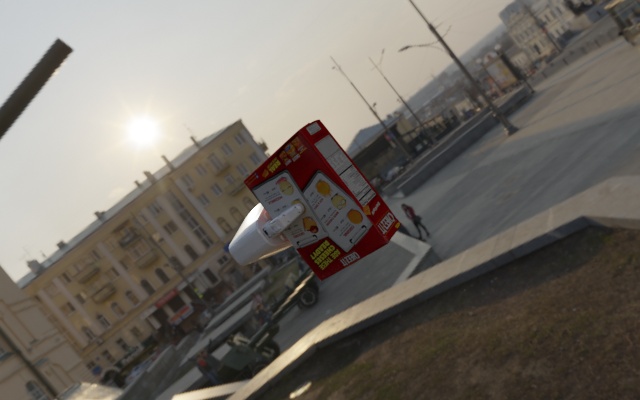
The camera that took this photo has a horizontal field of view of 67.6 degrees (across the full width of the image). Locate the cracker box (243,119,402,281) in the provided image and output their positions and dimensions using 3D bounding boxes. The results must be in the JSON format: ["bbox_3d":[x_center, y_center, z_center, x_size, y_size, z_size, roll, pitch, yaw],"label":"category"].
[{"bbox_3d":[0.000,0.002,0.767,0.164,0.214,0.072,-36,3,41],"label":"cracker box"}]
